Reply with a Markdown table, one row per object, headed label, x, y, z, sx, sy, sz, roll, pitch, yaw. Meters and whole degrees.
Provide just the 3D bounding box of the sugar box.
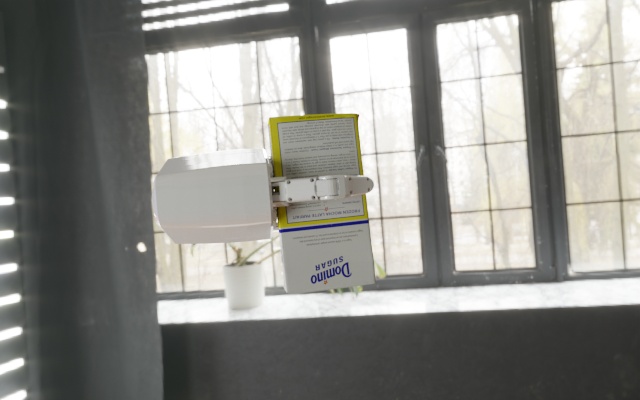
| label | x | y | z | sx | sy | sz | roll | pitch | yaw |
| --- | --- | --- | --- | --- | --- | --- | --- | --- | --- |
| sugar box | 0.000 | 0.002 | 0.491 | 0.093 | 0.176 | 0.048 | -5 | 1 | -9 |
